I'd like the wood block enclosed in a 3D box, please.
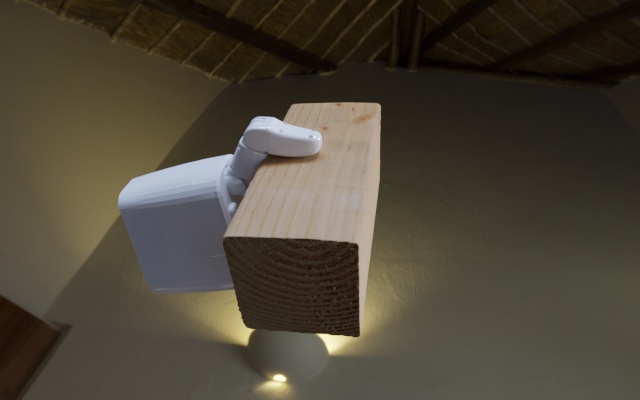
[{"bbox_3d":[0.000,0.001,0.402,0.090,0.091,0.206,2,36,10],"label":"wood block"}]
